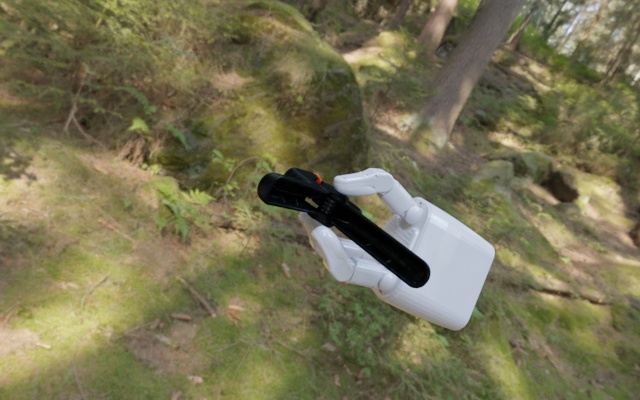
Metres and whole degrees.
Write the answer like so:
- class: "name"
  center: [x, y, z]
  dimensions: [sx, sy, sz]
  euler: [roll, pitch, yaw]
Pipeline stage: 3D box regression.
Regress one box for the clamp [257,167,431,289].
- class: "clamp"
  center: [0.001, 0.001, 0.463]
  dimensions: [0.164, 0.036, 0.210]
  euler: [31, 7, -23]
